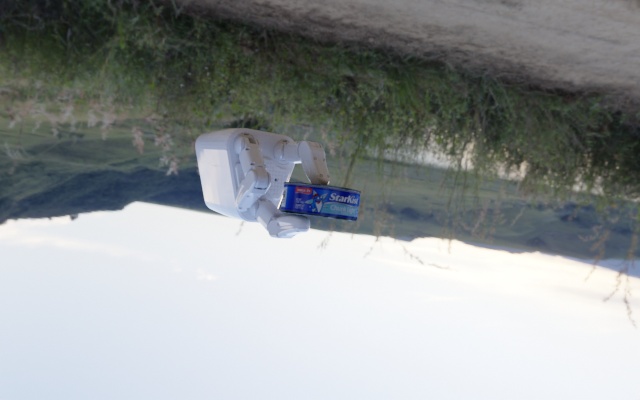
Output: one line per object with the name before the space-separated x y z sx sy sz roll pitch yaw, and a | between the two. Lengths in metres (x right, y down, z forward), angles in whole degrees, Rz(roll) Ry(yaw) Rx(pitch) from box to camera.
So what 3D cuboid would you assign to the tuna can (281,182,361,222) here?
tuna can | 0.000 0.002 0.524 0.086 0.034 0.086 7 -2 0
